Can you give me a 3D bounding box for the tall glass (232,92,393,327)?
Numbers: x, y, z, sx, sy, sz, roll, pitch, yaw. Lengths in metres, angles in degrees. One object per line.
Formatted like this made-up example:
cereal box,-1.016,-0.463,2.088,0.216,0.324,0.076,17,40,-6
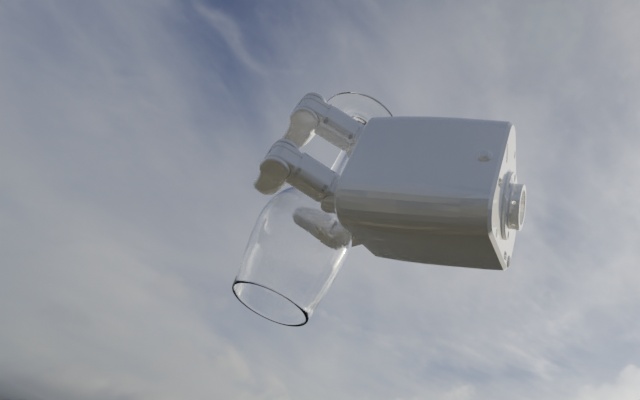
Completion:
tall glass,0.000,0.001,0.401,0.079,0.201,0.079,19,-33,13
